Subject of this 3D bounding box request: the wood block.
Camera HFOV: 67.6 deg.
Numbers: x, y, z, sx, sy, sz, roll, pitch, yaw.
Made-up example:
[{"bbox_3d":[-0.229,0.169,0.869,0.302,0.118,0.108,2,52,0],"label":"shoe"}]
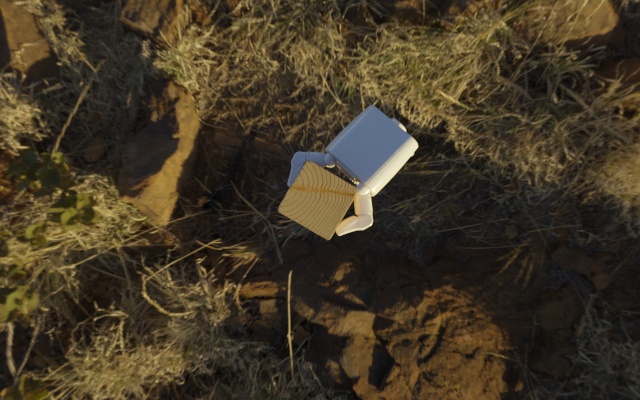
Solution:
[{"bbox_3d":[0.000,0.002,0.796,0.091,0.090,0.206,31,-1,3],"label":"wood block"}]
